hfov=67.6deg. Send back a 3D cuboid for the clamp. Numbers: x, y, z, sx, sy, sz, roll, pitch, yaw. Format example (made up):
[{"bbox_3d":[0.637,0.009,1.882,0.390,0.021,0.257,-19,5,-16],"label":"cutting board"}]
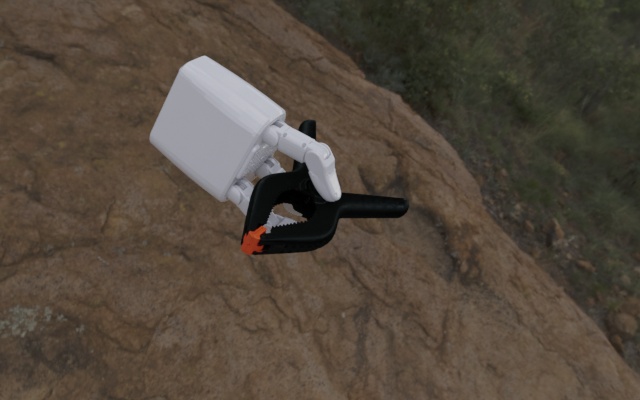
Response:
[{"bbox_3d":[0.000,0.001,0.506,0.164,0.036,0.210,36,42,6],"label":"clamp"}]
